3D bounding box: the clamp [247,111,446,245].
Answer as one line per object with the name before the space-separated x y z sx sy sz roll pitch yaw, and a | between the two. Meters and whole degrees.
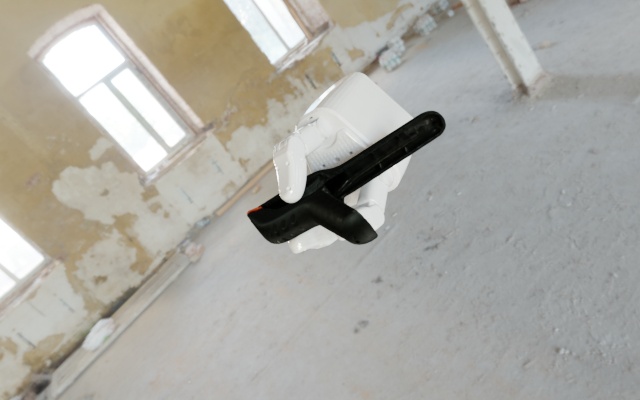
clamp | -0.001 0.001 0.420 0.210 0.036 0.164 -23 20 38
